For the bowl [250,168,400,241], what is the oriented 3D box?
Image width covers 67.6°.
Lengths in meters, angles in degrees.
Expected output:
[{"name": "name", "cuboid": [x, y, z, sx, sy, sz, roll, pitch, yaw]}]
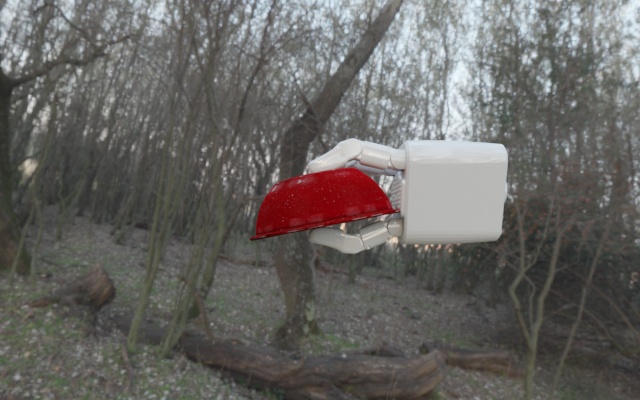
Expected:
[{"name": "bowl", "cuboid": [-0.001, 0.001, 0.509, 0.162, 0.055, 0.162, -11, -3, -1]}]
